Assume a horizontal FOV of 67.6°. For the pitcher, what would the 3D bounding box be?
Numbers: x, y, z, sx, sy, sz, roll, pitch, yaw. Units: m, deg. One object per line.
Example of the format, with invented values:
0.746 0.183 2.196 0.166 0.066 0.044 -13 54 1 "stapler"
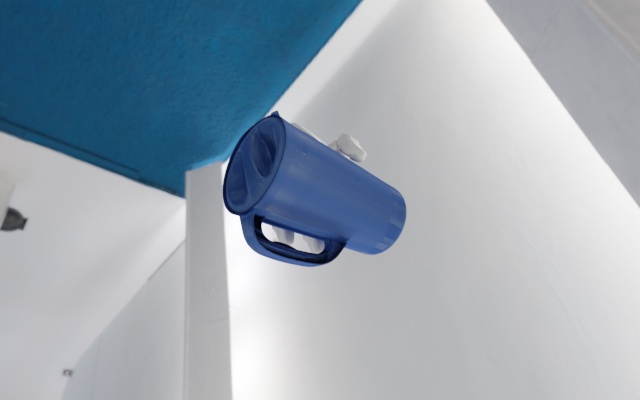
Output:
0.000 0.002 0.642 0.243 0.149 0.145 24 15 -35 "pitcher"
